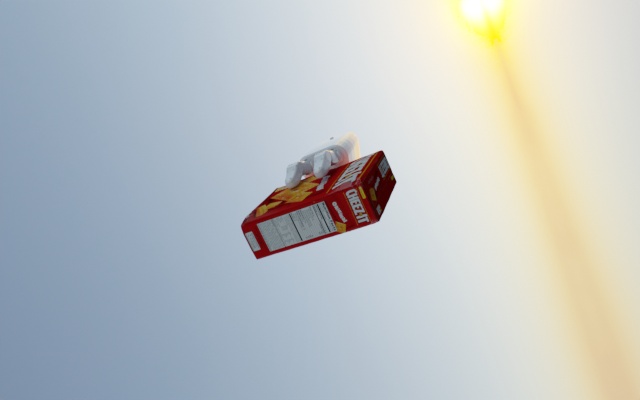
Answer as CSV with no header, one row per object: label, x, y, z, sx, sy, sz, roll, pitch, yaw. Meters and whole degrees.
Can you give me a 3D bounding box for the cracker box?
cracker box,0.000,0.003,0.762,0.214,0.072,0.164,-20,15,24
